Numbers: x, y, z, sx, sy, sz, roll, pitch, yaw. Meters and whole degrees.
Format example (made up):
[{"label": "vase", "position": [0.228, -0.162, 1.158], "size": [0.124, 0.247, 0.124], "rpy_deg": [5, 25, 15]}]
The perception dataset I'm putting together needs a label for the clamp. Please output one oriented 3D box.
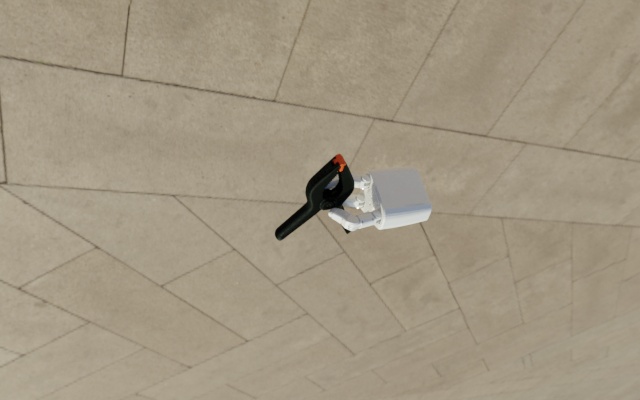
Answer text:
[{"label": "clamp", "position": [0.001, 0.003, 0.895], "size": [0.164, 0.036, 0.210], "rpy_deg": [-9, -41, -20]}]
